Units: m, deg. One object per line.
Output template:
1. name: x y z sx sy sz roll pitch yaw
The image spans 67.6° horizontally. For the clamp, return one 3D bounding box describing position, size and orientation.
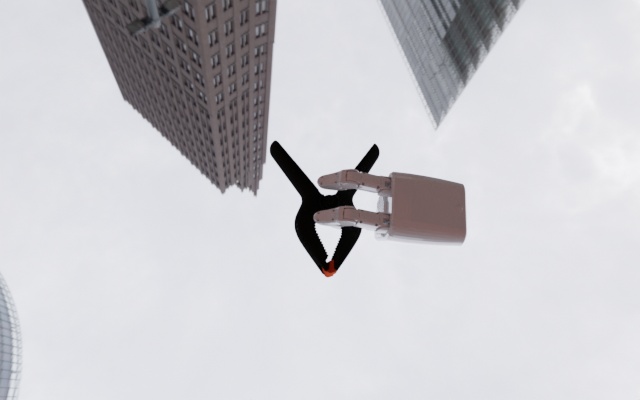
1. clamp: 0.000 0.003 0.681 0.164 0.210 0.036 7 -23 -3
